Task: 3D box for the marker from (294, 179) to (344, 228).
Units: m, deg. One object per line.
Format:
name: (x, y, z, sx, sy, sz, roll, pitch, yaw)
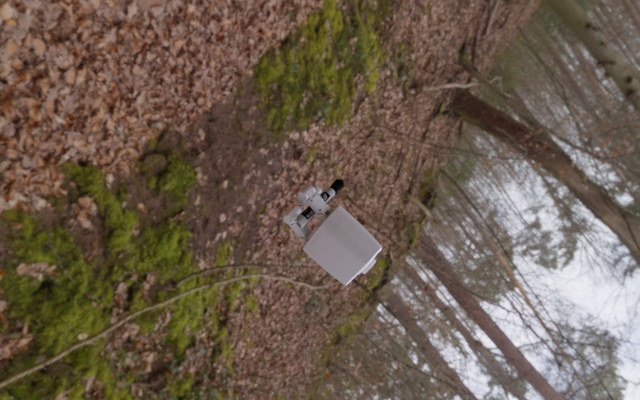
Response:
marker: (0.000, 0.003, 0.849, 0.121, 0.020, 0.020, -45, 23, -25)
